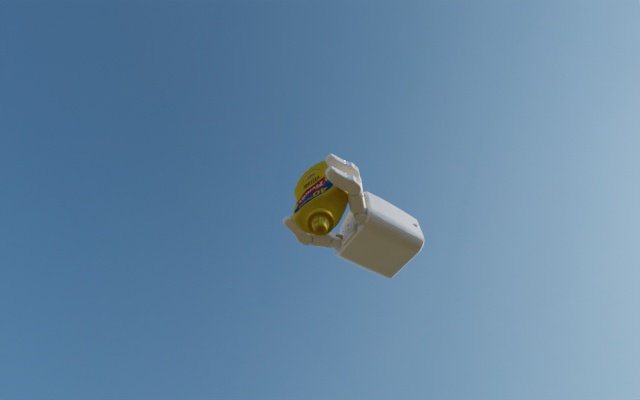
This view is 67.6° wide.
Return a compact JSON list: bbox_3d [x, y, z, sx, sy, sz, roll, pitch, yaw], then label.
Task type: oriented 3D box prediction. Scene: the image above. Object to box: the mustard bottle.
[{"bbox_3d":[0.000,0.002,0.759,0.096,0.058,0.191,-34,21,14],"label":"mustard bottle"}]
